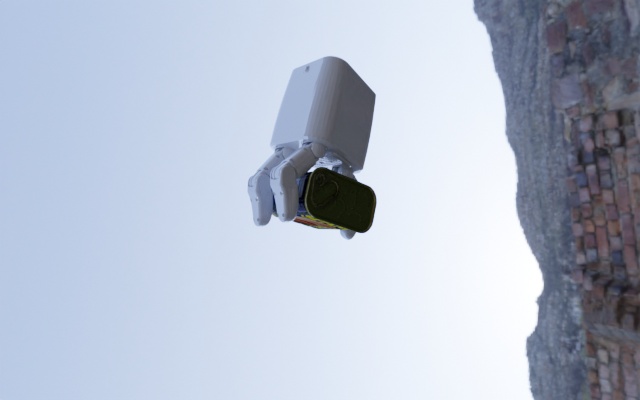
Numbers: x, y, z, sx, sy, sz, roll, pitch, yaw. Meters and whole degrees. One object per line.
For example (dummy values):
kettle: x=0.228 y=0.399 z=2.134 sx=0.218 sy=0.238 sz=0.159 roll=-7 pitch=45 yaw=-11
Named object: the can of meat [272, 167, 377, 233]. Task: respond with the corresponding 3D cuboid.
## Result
can of meat: x=0.000 y=0.002 z=0.562 sx=0.102 sy=0.057 sz=0.084 roll=20 pitch=-14 yaw=-36
